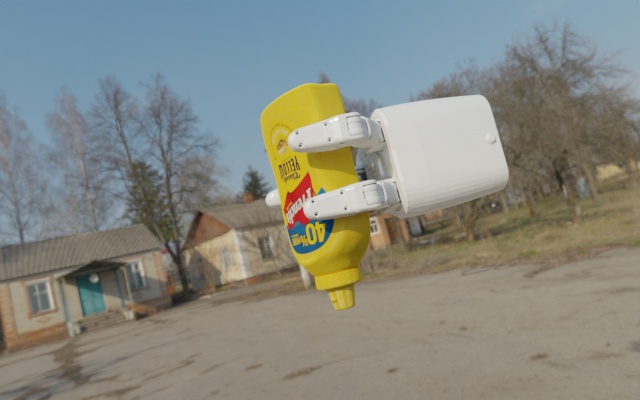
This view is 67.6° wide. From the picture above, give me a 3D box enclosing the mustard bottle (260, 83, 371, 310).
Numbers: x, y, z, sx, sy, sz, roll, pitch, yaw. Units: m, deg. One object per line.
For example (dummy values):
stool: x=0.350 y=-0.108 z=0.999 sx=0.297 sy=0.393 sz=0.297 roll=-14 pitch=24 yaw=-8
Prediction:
mustard bottle: x=0.000 y=0.001 z=0.426 sx=0.058 sy=0.191 sz=0.096 roll=-10 pitch=-7 yaw=-37
